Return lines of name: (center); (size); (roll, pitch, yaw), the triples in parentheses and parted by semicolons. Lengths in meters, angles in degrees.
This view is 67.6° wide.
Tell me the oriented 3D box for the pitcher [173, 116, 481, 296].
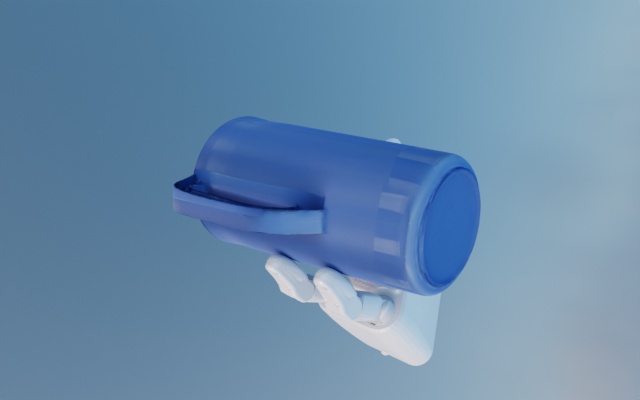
pitcher: (0.000, 0.001, 0.418); (0.243, 0.149, 0.145); (13, -30, 41)
